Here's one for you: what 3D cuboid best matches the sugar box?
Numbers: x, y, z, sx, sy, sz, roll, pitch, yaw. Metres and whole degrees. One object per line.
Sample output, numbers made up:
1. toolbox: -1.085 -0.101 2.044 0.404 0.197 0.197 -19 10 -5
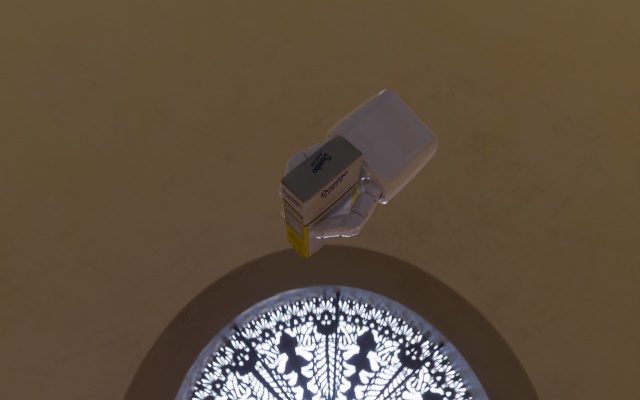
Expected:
1. sugar box: 0.000 0.002 0.596 0.093 0.048 0.176 -40 -22 -20
